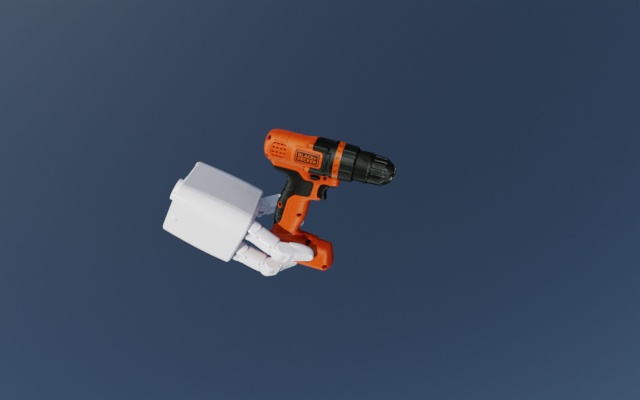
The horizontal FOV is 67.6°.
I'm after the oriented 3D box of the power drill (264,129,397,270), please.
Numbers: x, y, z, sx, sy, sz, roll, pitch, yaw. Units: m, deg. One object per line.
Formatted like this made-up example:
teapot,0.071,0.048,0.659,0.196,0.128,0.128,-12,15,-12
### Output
power drill,0.000,0.003,0.683,0.184,0.188,0.057,16,22,9
